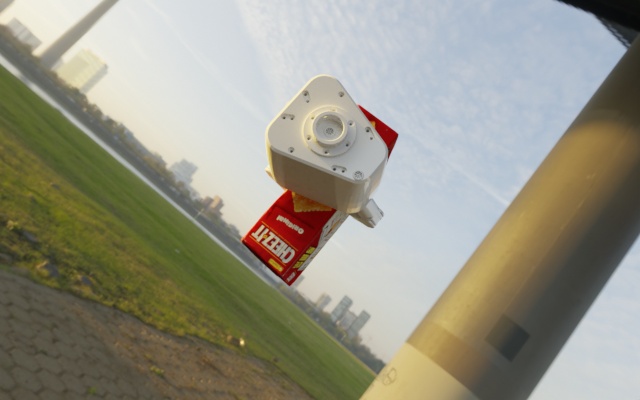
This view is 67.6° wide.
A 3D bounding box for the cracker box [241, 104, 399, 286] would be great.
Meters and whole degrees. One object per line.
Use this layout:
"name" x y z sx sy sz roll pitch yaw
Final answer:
"cracker box" 0.000 0.002 0.614 0.072 0.213 0.164 39 -11 9
